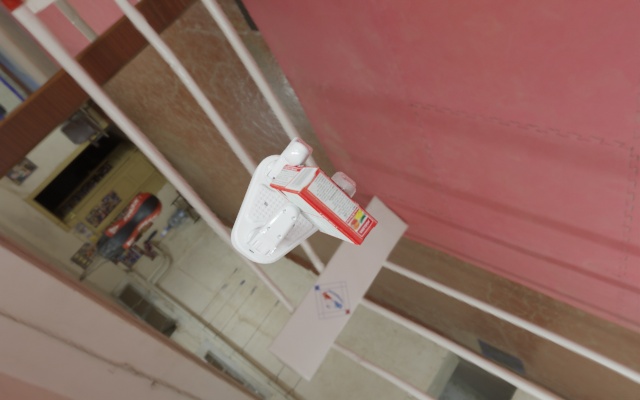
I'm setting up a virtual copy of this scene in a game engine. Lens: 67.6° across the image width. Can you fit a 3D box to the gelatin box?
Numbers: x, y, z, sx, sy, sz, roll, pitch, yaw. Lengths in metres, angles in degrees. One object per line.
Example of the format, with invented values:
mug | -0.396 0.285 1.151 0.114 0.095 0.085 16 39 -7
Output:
gelatin box | 0.000 0.002 0.428 0.073 0.030 0.089 42 -10 -20
